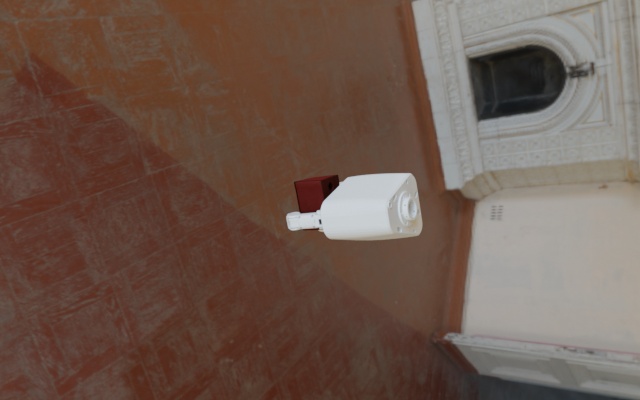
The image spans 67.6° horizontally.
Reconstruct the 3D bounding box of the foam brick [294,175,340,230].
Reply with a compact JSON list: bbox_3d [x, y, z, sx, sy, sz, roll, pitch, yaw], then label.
[{"bbox_3d":[0.000,0.002,0.738,0.051,0.078,0.053,-5,9,35],"label":"foam brick"}]
